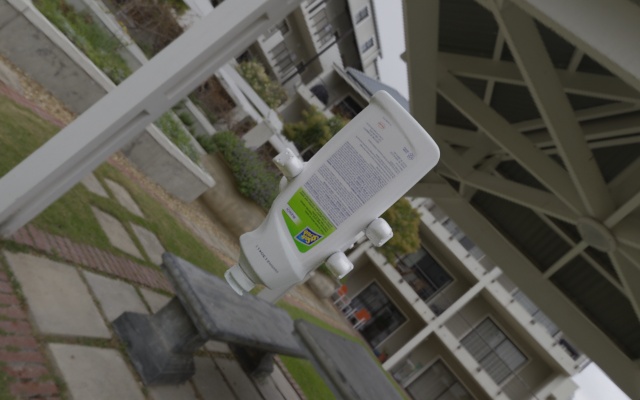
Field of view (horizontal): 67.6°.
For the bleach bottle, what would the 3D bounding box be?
[{"bbox_3d":[0.000,0.002,0.504,0.251,0.102,0.068,-40,-14,-3],"label":"bleach bottle"}]
